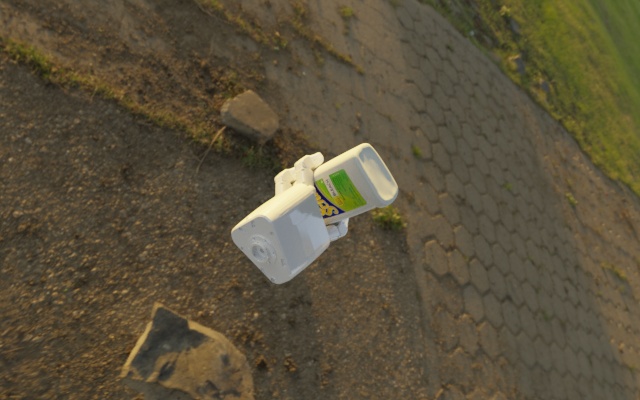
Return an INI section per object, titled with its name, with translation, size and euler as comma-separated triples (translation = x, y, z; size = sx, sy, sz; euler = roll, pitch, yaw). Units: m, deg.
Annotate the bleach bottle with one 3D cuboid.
[bleach bottle]
translation = 0.000, 0.002, 0.790
size = 0.251, 0.102, 0.068
euler = -28, 7, 40
